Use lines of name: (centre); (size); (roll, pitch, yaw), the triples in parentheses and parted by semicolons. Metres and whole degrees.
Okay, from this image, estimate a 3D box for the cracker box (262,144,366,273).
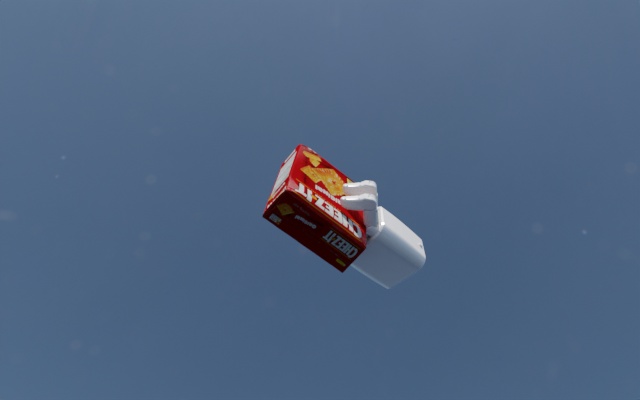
cracker box: (0.000, 0.003, 0.836); (0.164, 0.072, 0.213); (36, 23, -13)
